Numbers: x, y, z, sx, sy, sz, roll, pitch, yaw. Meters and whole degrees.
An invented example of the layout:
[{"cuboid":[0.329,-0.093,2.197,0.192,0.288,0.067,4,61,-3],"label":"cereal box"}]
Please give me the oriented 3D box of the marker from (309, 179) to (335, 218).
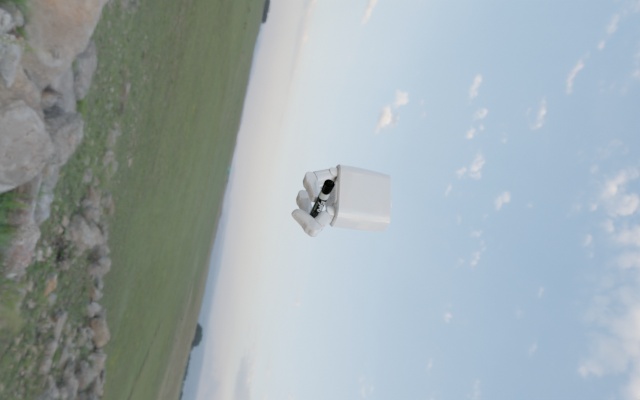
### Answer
[{"cuboid":[0.000,0.003,0.830,0.020,0.020,0.121,0,-34,-19],"label":"marker"}]
